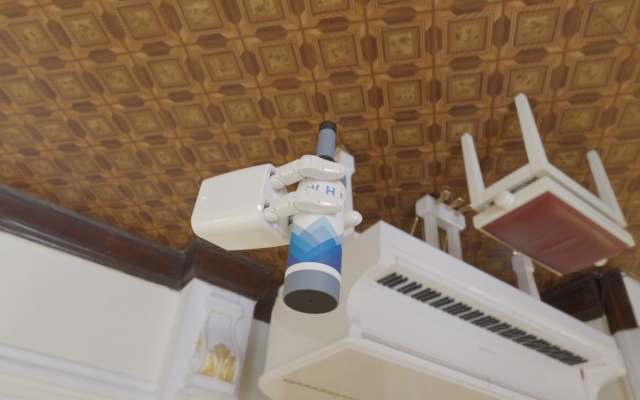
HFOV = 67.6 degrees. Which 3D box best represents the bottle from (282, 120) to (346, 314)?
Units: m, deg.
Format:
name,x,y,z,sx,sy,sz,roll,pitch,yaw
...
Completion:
name,x,y,z,sx,sy,sz,roll,pitch,yaw
bottle,0.000,0.002,0.641,0.069,0.295,0.069,4,-38,3
